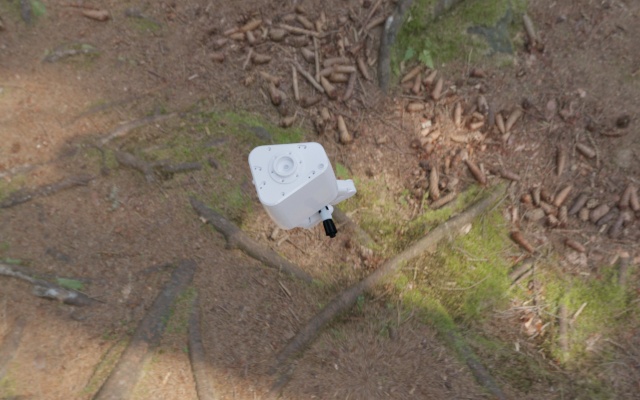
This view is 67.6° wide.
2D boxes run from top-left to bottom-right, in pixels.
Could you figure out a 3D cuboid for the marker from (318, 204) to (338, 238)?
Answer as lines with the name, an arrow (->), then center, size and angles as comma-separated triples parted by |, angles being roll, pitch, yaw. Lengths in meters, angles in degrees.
marker -> 0.000, 0.002, 0.744 | 0.020, 0.121, 0.020 | -17, -22, -7
